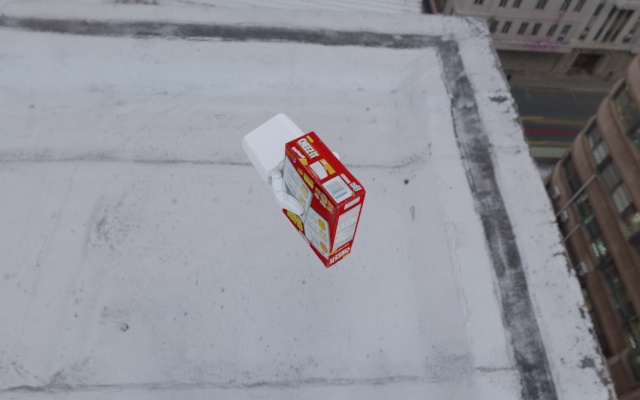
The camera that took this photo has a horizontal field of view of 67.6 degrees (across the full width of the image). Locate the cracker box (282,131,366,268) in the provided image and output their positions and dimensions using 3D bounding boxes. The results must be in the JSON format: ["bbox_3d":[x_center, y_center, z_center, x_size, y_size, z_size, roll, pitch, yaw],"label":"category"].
[{"bbox_3d":[0.000,0.003,0.898,0.072,0.164,0.214,-28,-29,-22],"label":"cracker box"}]
